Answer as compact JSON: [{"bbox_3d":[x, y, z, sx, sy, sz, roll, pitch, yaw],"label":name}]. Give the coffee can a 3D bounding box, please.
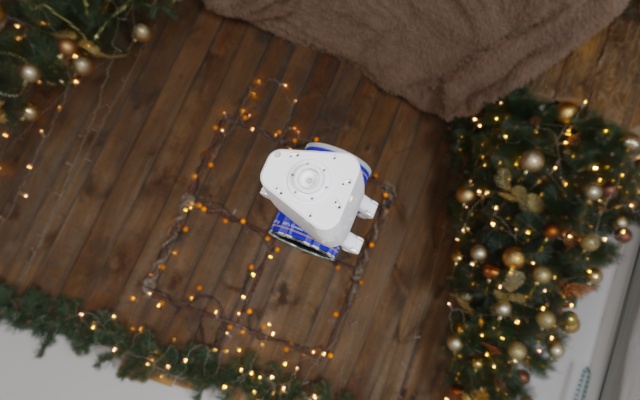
[{"bbox_3d":[0.000,0.002,0.686,0.103,0.140,0.103,22,-11,4],"label":"coffee can"}]
